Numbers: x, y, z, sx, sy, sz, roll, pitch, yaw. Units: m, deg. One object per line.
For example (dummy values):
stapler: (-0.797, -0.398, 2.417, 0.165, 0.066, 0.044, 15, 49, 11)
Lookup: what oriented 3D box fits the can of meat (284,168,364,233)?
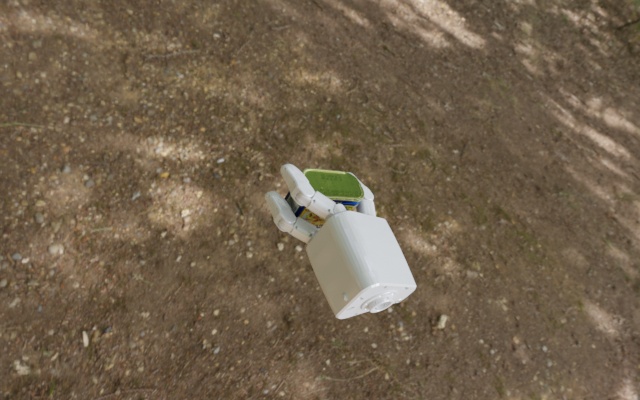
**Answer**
can of meat: (0.000, 0.002, 0.677, 0.102, 0.057, 0.084, 2, -38, -32)
